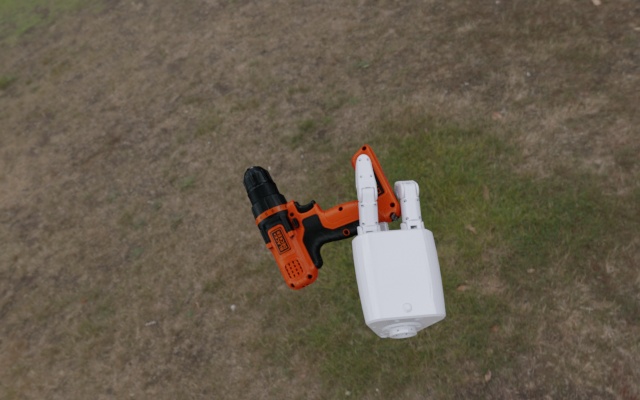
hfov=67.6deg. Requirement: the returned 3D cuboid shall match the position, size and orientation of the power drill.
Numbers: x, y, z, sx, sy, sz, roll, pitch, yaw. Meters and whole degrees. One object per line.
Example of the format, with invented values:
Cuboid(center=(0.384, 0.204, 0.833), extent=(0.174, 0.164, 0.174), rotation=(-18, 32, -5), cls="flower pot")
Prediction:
Cuboid(center=(0.001, 0.002, 0.645), extent=(0.187, 0.184, 0.057), rotation=(-29, -13, 11), cls="power drill")
